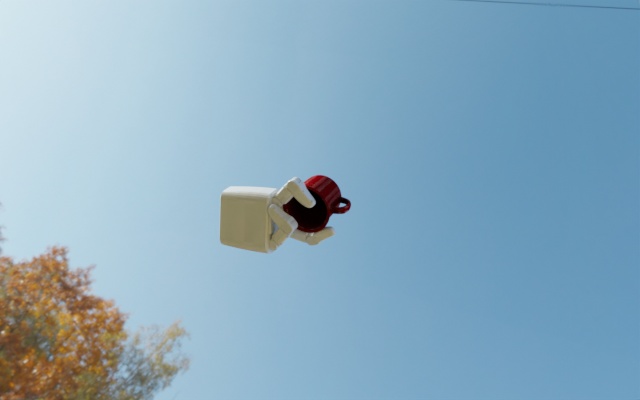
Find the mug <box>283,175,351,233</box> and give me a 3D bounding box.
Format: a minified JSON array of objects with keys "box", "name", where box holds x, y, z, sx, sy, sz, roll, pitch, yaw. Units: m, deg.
[{"box":[0.002,0.003,0.885,0.117,0.093,0.081,6,24,22],"name":"mug"}]
